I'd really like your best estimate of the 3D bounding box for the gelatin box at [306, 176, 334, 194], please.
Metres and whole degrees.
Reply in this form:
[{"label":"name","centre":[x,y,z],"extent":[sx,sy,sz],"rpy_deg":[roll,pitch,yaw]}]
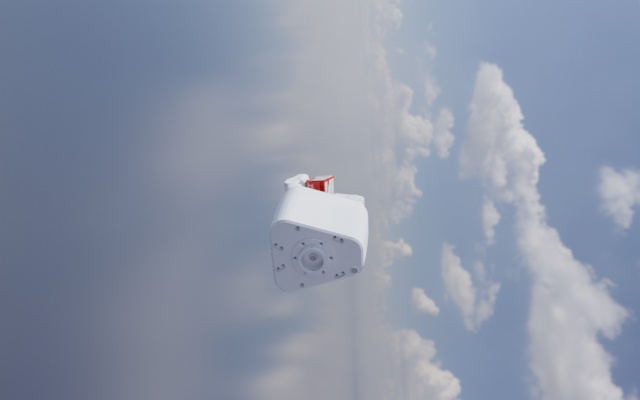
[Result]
[{"label":"gelatin box","centre":[0.001,0.002,0.713],"extent":[0.030,0.073,0.089],"rpy_deg":[0,8,10]}]
